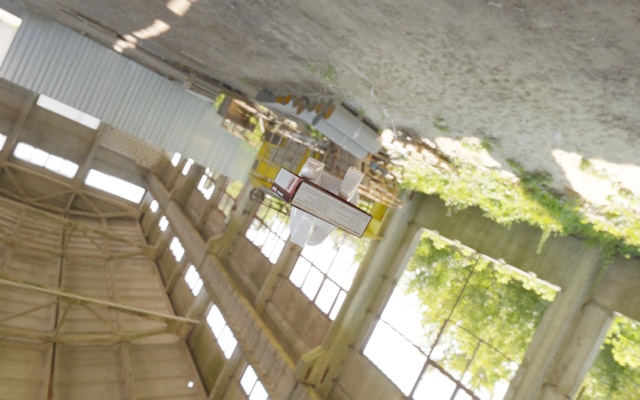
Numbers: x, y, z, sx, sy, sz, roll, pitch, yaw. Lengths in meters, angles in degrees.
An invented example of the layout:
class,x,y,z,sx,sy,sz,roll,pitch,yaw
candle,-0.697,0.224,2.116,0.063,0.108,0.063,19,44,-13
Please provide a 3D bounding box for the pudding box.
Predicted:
class,x,y,z,sx,sy,sz,roll,pitch,yaw
pudding box,0.000,0.002,0.620,0.113,0.039,0.090,25,2,-24
